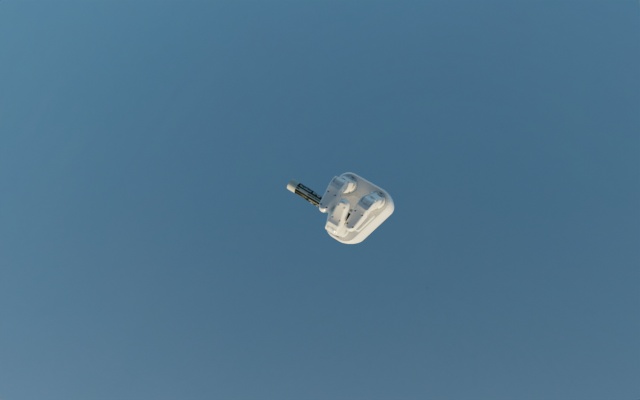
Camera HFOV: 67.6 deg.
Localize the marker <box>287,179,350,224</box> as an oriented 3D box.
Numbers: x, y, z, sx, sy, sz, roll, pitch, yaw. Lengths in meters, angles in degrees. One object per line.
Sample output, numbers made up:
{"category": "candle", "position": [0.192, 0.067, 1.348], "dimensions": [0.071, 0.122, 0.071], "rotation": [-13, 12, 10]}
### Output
{"category": "marker", "position": [0.000, 0.003, 0.762], "dimensions": [0.121, 0.020, 0.020], "rotation": [31, 9, 16]}
